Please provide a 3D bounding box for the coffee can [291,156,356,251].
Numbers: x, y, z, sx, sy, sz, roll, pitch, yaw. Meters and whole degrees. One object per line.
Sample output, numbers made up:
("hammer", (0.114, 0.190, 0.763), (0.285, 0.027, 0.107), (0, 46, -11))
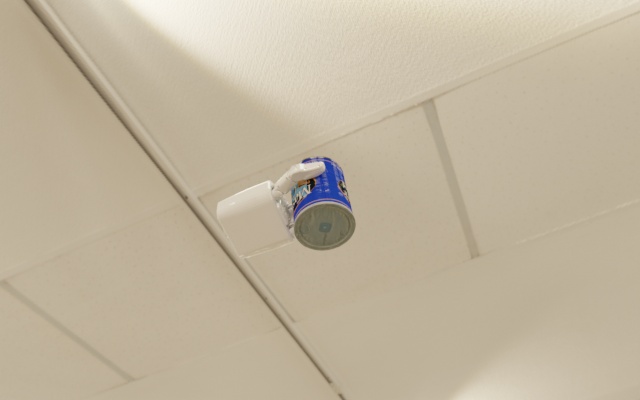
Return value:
("coffee can", (0.000, 0.003, 0.836), (0.103, 0.103, 0.140), (0, 38, -8))
